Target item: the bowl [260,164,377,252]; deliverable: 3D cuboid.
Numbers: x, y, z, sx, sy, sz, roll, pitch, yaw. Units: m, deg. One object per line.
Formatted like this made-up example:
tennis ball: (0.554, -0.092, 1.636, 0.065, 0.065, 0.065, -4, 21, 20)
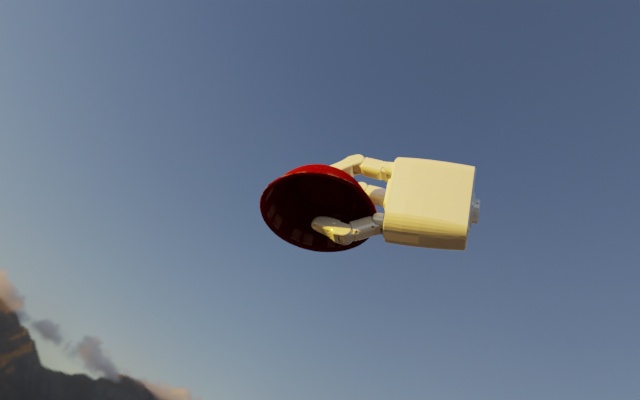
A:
bowl: (-0.001, 0.002, 0.664, 0.162, 0.055, 0.162, 6, -43, 5)
